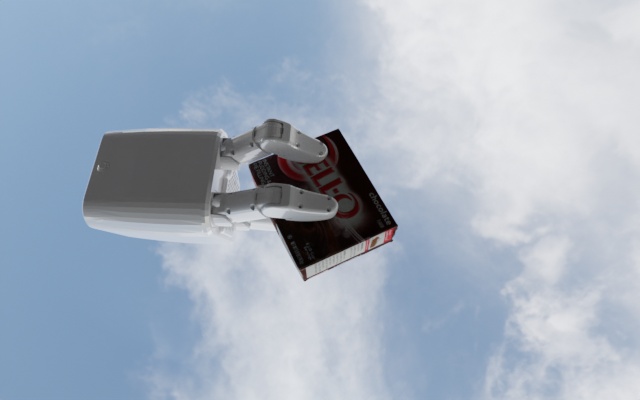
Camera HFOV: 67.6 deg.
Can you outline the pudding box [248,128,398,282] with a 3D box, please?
[{"bbox_3d":[0.000,0.001,0.416,0.090,0.113,0.039,-24,-24,-10],"label":"pudding box"}]
